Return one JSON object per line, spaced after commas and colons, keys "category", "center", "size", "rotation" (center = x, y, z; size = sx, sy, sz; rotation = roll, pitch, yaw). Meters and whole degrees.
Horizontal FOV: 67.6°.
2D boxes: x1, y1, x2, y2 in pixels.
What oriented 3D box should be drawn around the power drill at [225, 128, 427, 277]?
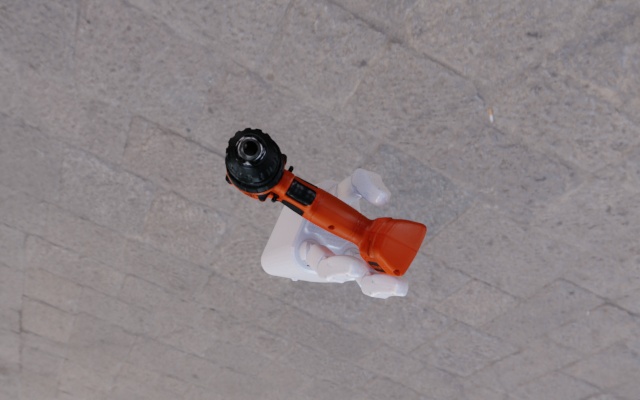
{"category": "power drill", "center": [0.000, 0.002, 0.442], "size": [0.187, 0.057, 0.184], "rotation": [31, -5, -2]}
